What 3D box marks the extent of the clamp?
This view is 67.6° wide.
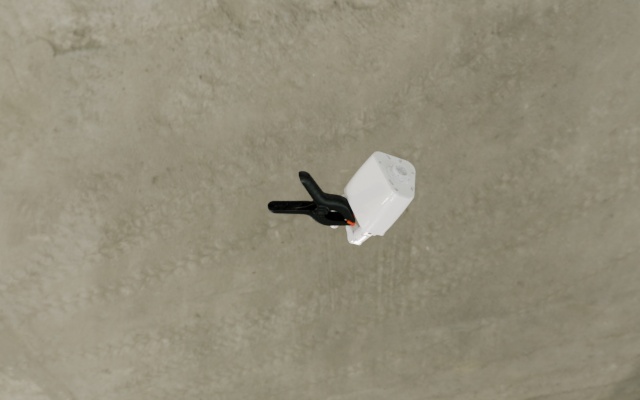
[{"bbox_3d":[0.000,0.004,0.890,0.171,0.039,0.120,14,-35,-23],"label":"clamp"}]
